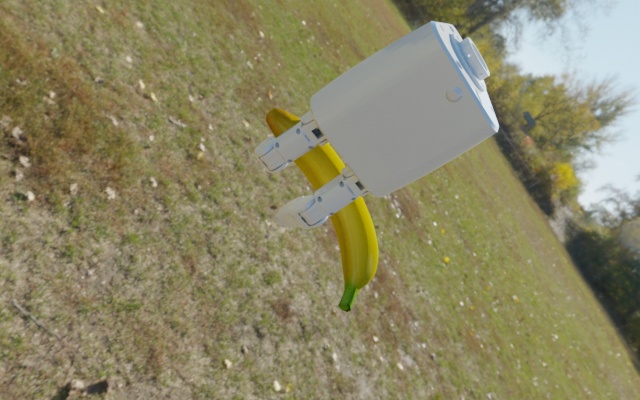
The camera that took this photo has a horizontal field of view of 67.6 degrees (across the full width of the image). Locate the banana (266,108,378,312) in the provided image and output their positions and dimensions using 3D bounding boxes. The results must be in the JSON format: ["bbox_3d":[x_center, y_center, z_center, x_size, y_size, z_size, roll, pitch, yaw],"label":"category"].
[{"bbox_3d":[0.011,0.000,0.453,0.037,0.198,0.069,-22,2,36],"label":"banana"}]
